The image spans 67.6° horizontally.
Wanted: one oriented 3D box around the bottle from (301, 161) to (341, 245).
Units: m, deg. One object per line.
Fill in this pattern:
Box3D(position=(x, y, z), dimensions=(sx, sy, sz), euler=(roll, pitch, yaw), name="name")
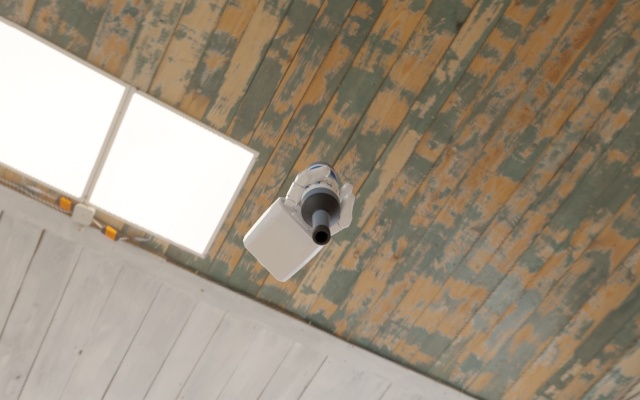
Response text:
Box3D(position=(0.000, 0.003, 0.826), dimensions=(0.069, 0.069, 0.295), euler=(0, 20, -1), name="bottle")
